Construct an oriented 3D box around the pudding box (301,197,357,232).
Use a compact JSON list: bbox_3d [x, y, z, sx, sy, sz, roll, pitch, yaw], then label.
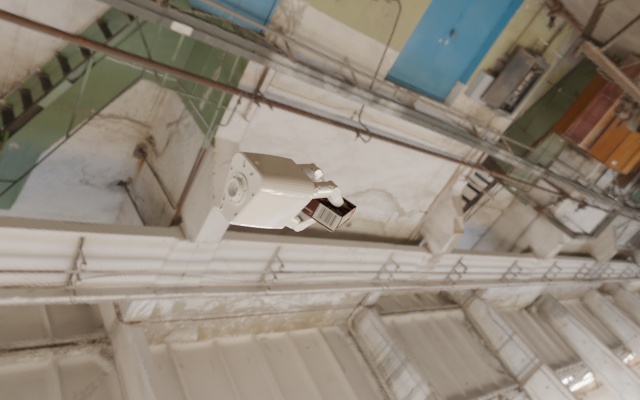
[{"bbox_3d":[0.000,0.003,0.863,0.113,0.039,0.090,36,23,10],"label":"pudding box"}]
